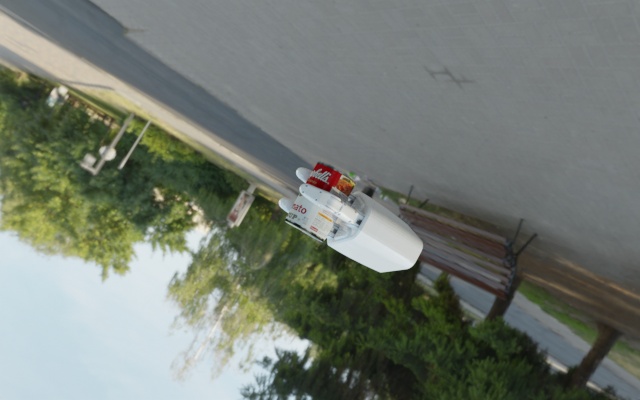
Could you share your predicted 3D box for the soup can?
[{"bbox_3d":[0.000,0.002,0.711,0.068,0.102,0.068,29,-6,3],"label":"soup can"}]
